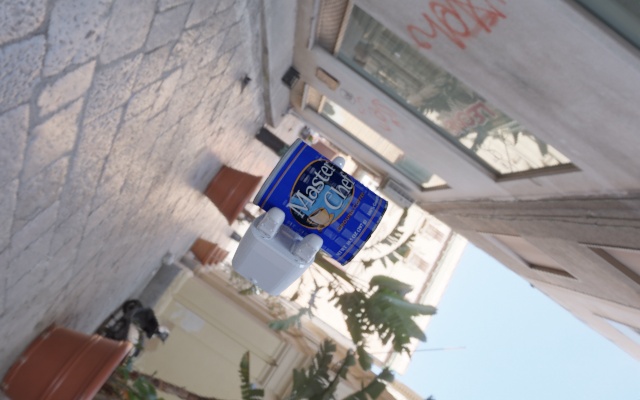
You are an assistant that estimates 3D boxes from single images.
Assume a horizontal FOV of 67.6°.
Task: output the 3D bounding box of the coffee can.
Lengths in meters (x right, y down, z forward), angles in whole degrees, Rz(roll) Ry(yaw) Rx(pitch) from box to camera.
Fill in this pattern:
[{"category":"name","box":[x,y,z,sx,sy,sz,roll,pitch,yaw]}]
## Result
[{"category":"coffee can","box":[0.000,0.002,0.607,0.140,0.103,0.103,35,-2,-3]}]
